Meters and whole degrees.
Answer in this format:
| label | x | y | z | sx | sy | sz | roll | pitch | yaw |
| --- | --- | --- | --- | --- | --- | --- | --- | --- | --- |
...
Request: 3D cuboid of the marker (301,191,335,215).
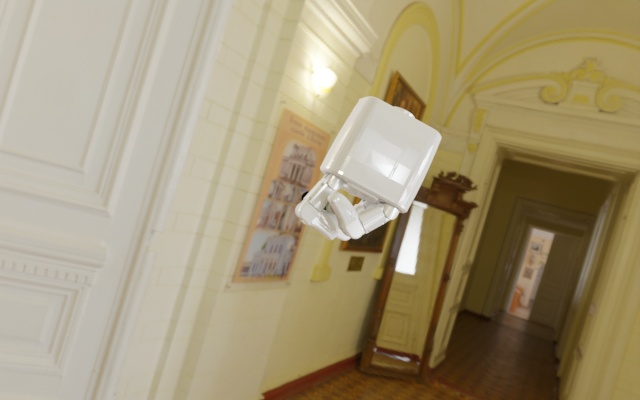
| label | x | y | z | sx | sy | sz | roll | pitch | yaw |
| --- | --- | --- | --- | --- | --- | --- | --- | --- | --- |
| marker | 0.000 | 0.002 | 0.624 | 0.020 | 0.020 | 0.121 | 0 | 6 | -19 |
